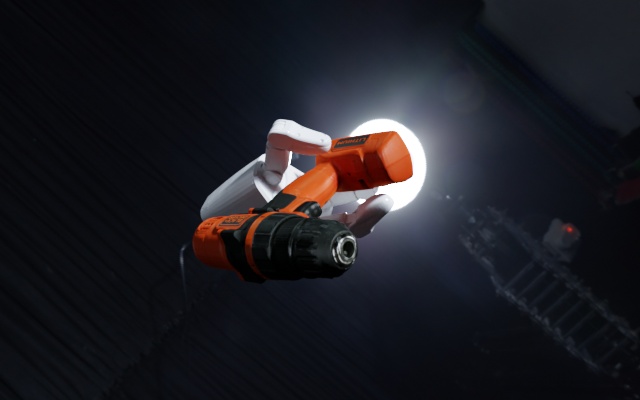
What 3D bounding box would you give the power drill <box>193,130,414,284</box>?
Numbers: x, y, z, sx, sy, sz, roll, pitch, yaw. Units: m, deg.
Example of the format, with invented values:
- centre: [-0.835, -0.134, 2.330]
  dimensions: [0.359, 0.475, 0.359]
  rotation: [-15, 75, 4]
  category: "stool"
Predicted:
- centre: [0.000, 0.001, 0.415]
  dimensions: [0.184, 0.057, 0.187]
  rotation: [-1, 27, 47]
  category: "power drill"
